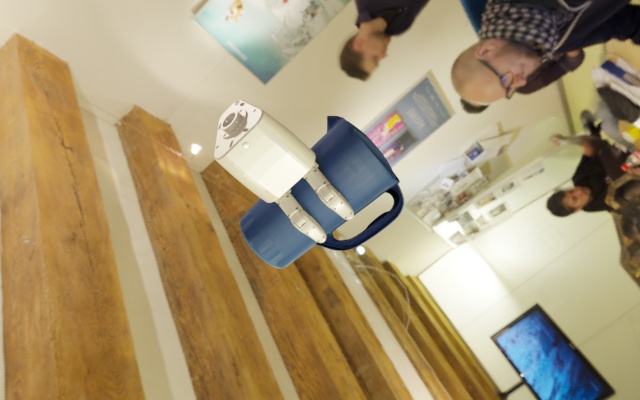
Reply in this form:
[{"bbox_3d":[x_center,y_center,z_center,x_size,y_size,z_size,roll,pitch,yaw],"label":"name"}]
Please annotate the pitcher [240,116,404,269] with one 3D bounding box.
[{"bbox_3d":[0.000,0.002,0.744,0.145,0.243,0.149,40,15,-37],"label":"pitcher"}]
